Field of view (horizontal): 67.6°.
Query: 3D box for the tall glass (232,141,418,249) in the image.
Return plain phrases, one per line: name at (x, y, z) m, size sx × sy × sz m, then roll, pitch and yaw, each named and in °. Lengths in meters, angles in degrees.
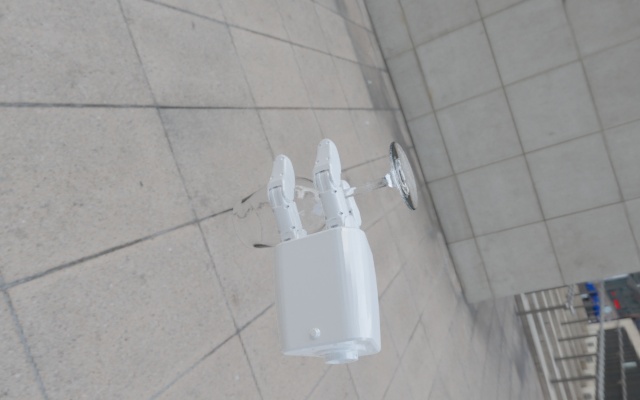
tall glass at (0.001, 0.001, 0.531) m, size 0.201 × 0.079 × 0.079 m, roll -17°, pitch -7°, yaw 24°
